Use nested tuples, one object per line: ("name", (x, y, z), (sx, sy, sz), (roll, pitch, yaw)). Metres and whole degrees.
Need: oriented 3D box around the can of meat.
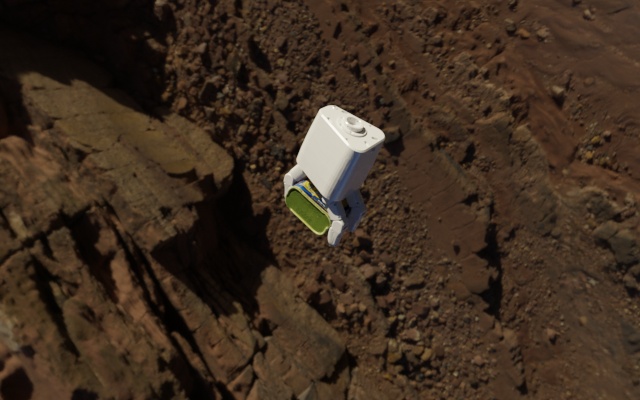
("can of meat", (0.000, 0.003, 0.834), (0.084, 0.102, 0.057), (-34, -19, -47))
